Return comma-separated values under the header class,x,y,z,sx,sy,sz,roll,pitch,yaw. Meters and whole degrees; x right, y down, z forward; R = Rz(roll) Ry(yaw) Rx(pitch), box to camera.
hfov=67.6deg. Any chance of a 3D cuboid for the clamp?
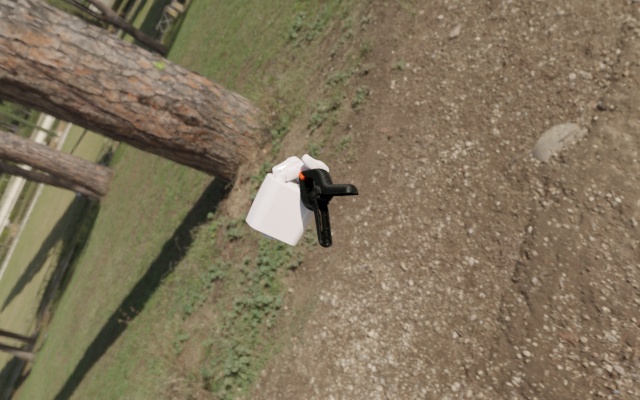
class,x,y,z,sx,sy,sz,roll,pitch,yaw
clamp,0.000,0.002,0.853,0.039,0.120,0.171,20,11,-32
